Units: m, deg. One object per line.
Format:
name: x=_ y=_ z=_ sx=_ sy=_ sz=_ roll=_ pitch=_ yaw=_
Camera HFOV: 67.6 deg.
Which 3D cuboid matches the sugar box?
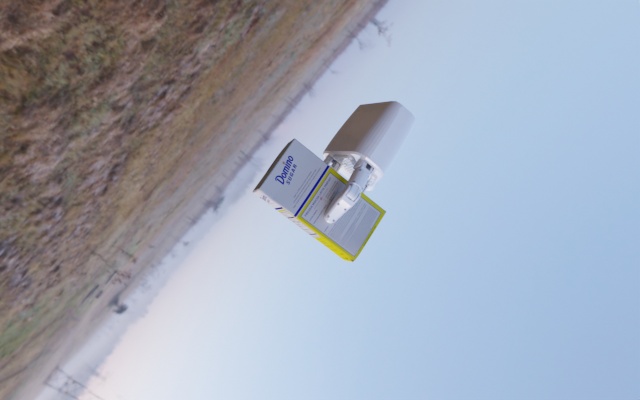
sugar box: x=0.000 y=0.002 z=0.689 sx=0.176 sy=0.093 sz=0.048 roll=38 pitch=-17 yaw=-12
